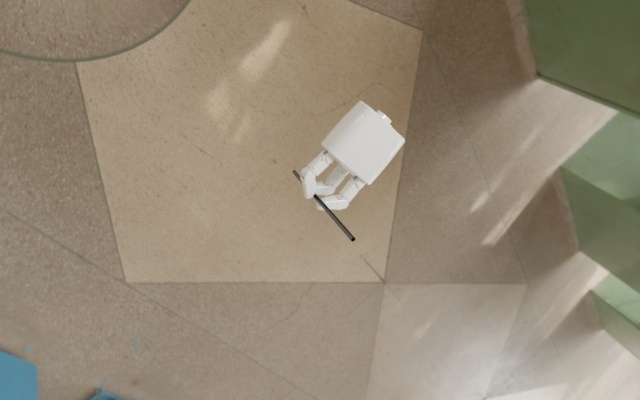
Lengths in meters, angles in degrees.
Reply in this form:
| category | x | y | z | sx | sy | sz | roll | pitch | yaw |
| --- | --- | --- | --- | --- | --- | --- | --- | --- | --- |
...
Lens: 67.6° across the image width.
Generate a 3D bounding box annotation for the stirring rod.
| category | x | y | z | sx | sy | sz | roll | pitch | yaw |
| --- | --- | --- | --- | --- | --- | --- | --- | --- | --- |
| stirring rod | 0.000 | 0.003 | 0.857 | 0.011 | 0.011 | 0.239 | 0 | 30 | -30 |
